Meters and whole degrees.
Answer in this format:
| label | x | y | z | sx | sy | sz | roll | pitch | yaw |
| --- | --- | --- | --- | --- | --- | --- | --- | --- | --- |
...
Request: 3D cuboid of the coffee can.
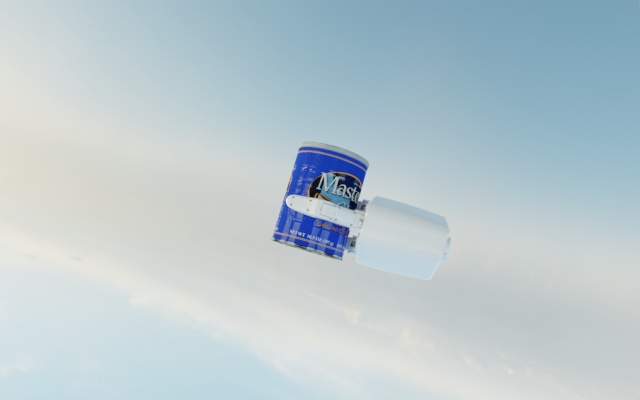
| label | x | y | z | sx | sy | sz | roll | pitch | yaw |
| --- | --- | --- | --- | --- | --- | --- | --- | --- | --- |
| coffee can | 0.000 | 0.002 | 0.662 | 0.103 | 0.140 | 0.103 | 16 | -7 | 2 |
